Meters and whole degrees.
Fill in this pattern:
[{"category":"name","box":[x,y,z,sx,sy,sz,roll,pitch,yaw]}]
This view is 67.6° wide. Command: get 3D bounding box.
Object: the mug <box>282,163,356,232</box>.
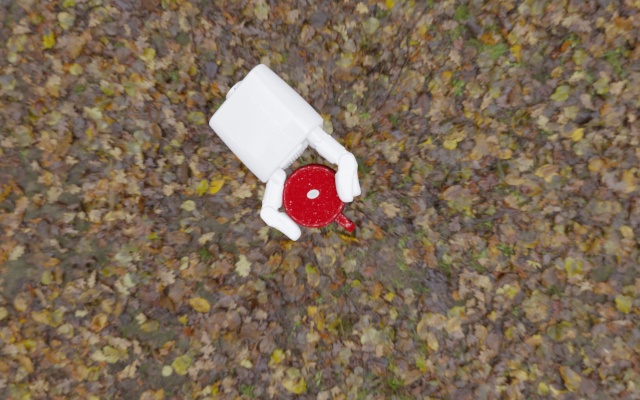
[{"category":"mug","box":[0.001,0.003,0.649,0.117,0.093,0.081,43,2,0]}]
